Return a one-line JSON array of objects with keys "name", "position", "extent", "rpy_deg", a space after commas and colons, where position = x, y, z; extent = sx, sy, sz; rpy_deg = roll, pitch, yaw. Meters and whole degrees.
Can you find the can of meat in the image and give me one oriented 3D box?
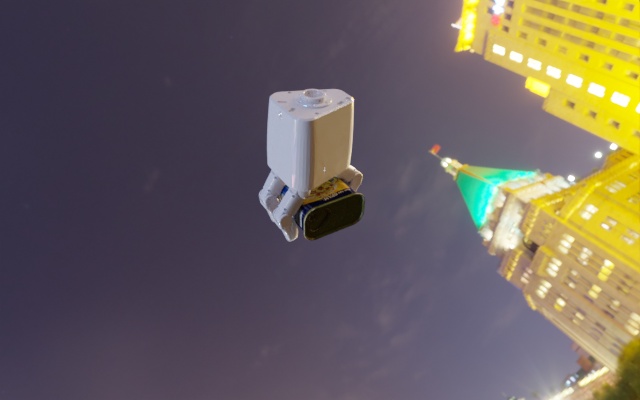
[{"name": "can of meat", "position": [0.000, 0.002, 0.708], "extent": [0.102, 0.057, 0.084], "rpy_deg": [-20, 42, -24]}]
